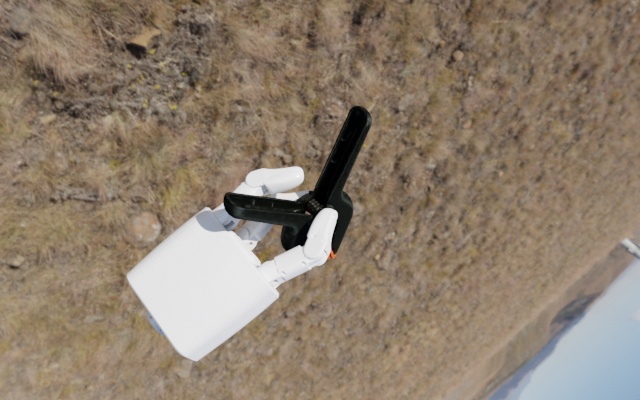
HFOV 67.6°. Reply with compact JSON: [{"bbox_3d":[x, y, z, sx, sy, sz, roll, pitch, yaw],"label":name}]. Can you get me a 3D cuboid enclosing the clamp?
[{"bbox_3d":[0.001,0.003,0.515,0.164,0.036,0.210,-39,-30,-8],"label":"clamp"}]
